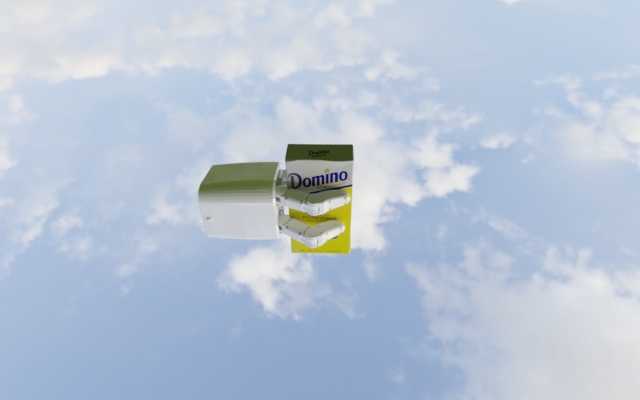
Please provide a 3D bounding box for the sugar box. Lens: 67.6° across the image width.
[{"bbox_3d":[0.000,0.003,0.688,0.093,0.176,0.048,0,42,2],"label":"sugar box"}]
